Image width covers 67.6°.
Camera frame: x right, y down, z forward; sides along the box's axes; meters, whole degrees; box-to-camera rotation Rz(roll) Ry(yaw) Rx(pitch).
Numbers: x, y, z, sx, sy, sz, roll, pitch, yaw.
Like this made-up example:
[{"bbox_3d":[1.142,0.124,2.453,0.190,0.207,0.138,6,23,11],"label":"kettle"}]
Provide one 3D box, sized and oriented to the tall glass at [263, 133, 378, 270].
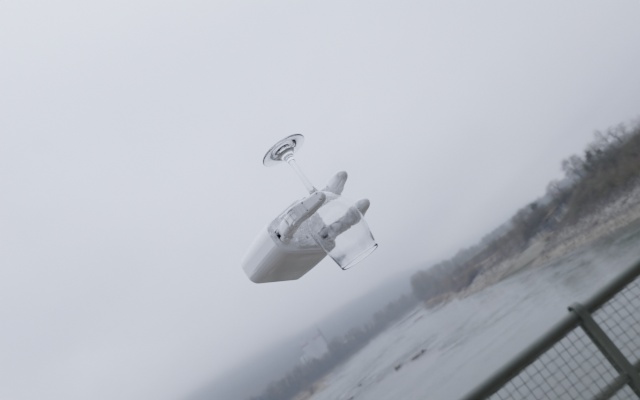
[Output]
[{"bbox_3d":[0.000,0.002,0.693,0.079,0.201,0.079,-33,-16,-11],"label":"tall glass"}]
